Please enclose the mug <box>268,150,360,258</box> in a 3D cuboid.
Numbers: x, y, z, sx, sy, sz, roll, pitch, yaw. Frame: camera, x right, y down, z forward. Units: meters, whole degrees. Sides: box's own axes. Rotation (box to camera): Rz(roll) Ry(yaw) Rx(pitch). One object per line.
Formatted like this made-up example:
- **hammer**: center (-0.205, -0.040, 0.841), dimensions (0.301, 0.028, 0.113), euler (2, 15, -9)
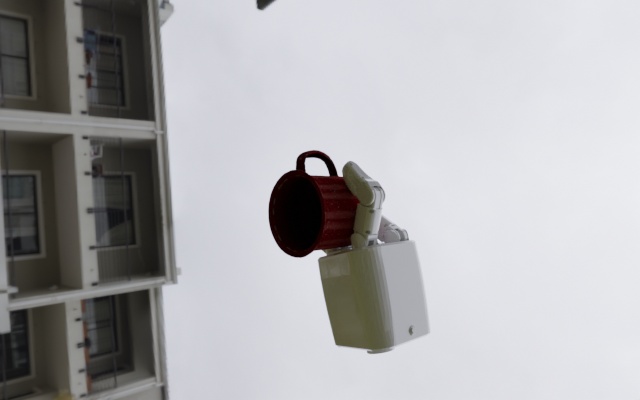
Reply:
- **mug**: center (0.000, 0.000, 0.532), dimensions (0.081, 0.117, 0.093), euler (-1, -10, -43)
